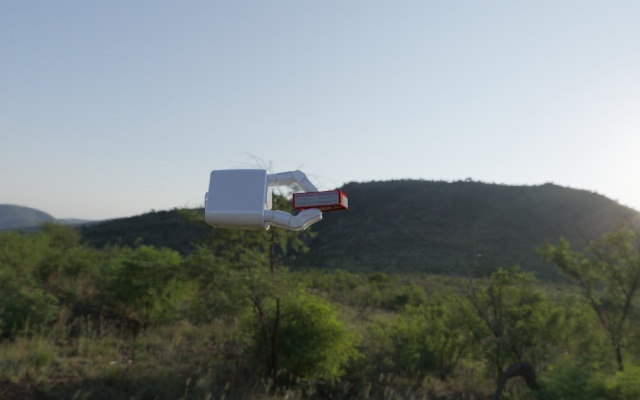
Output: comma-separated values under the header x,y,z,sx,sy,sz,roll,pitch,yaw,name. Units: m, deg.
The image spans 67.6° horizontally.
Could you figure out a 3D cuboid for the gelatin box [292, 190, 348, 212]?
x,y,z,sx,sy,sz,roll,pitch,yaw,name
0.000,0.002,0.877,0.089,0.030,0.073,-5,-9,13,gelatin box
